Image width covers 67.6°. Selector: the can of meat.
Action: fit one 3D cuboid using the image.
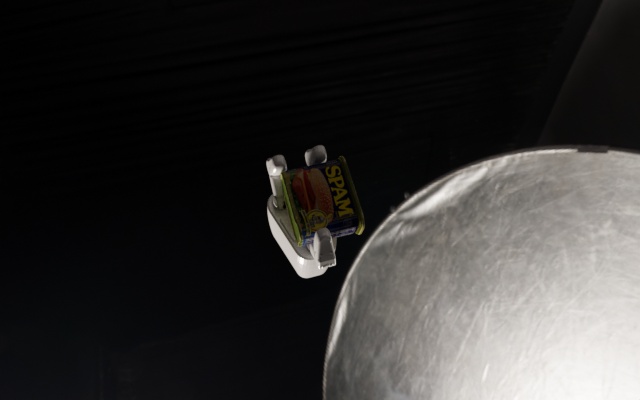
[{"bbox_3d":[0.000,0.002,0.612,0.084,0.102,0.057,-13,-19,-10],"label":"can of meat"}]
